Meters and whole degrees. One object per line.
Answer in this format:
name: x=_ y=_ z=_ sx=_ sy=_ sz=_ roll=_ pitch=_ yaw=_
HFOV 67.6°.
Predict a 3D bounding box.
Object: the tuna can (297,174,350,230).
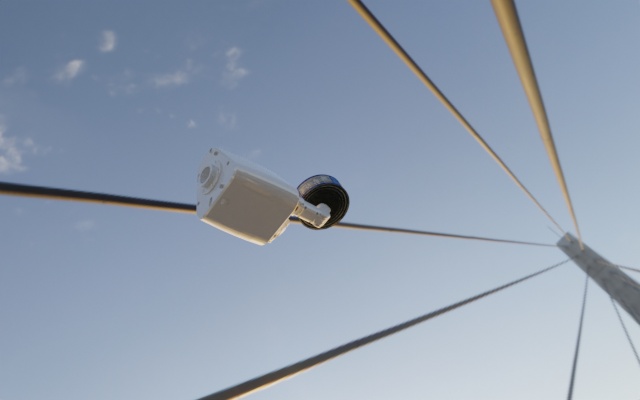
tuna can: x=0.000 y=0.002 z=0.750 sx=0.086 sy=0.086 sz=0.033 roll=0 pitch=32 yaw=-23
